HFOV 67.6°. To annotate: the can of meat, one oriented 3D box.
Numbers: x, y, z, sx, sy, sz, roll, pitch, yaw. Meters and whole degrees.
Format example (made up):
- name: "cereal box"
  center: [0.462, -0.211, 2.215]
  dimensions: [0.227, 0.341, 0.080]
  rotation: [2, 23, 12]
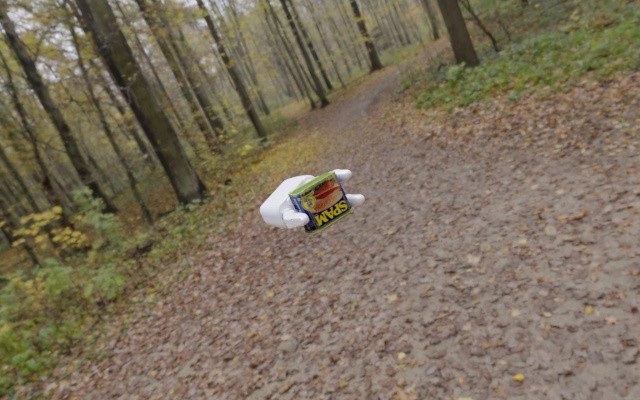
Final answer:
- name: "can of meat"
  center: [0.000, 0.003, 0.894]
  dimensions: [0.102, 0.084, 0.057]
  rotation: [-30, 13, -20]
